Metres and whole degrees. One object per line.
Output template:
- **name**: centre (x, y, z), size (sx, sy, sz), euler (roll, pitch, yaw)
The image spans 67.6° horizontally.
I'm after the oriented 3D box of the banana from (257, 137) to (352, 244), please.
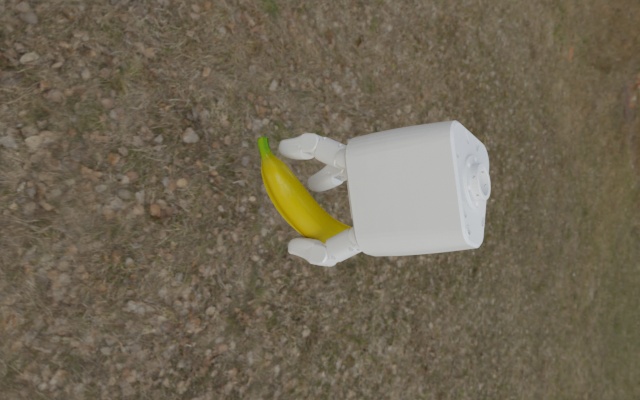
- **banana**: centre (-0.005, 0.014, 0.531), size (0.037, 0.069, 0.198), euler (-15, -46, 32)
